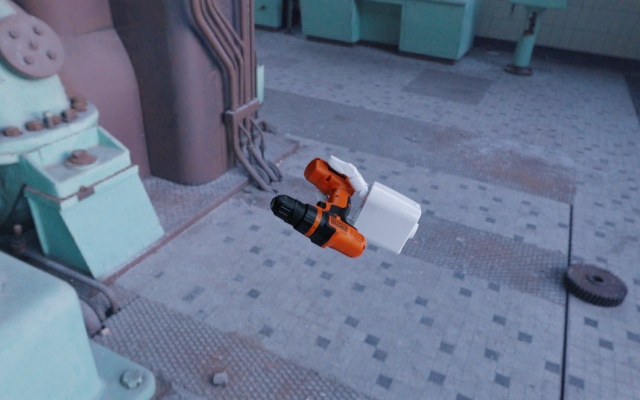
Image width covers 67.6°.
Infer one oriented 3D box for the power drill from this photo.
[{"bbox_3d":[0.000,0.003,0.867,0.184,0.187,0.057,31,-55,-18],"label":"power drill"}]
